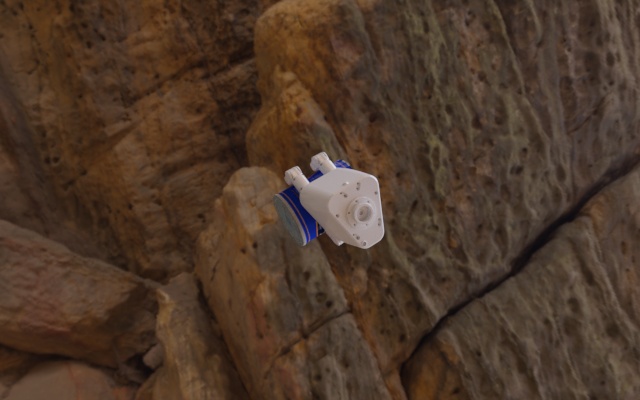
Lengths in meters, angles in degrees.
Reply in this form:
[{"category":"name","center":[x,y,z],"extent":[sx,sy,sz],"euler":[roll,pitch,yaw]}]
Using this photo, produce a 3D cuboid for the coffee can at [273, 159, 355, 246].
[{"category":"coffee can","center":[0.000,0.003,0.856],"extent":[0.140,0.103,0.103],"euler":[-30,9,-16]}]
